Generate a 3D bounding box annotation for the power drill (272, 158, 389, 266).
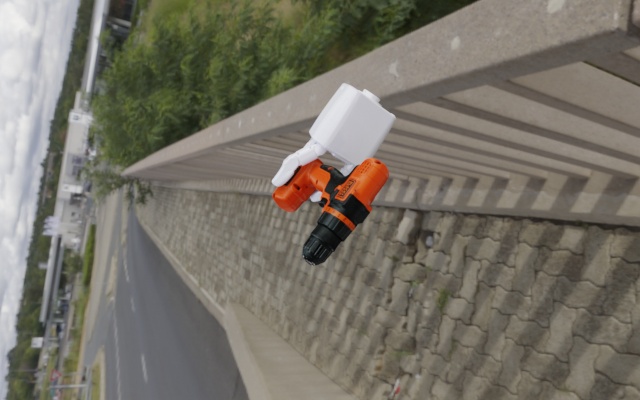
[{"bbox_3d":[0.000,0.002,0.756,0.057,0.184,0.187,47,-14,-35],"label":"power drill"}]
